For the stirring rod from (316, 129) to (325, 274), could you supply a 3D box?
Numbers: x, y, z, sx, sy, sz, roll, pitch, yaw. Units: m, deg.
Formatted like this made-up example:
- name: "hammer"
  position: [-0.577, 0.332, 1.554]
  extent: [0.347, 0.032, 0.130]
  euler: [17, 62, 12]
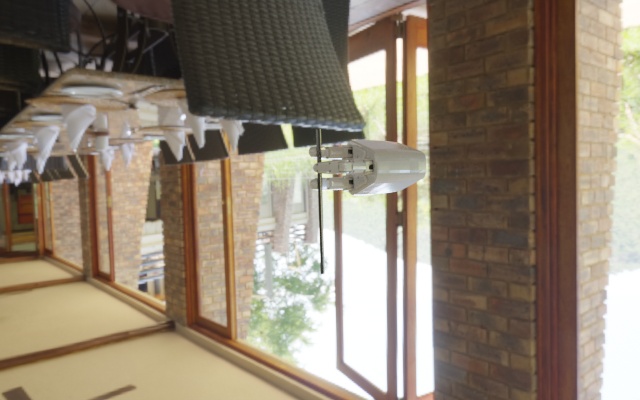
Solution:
- name: "stirring rod"
  position: [0.000, 0.002, 0.792]
  extent: [0.011, 0.239, 0.011]
  euler: [-2, 3, 0]
